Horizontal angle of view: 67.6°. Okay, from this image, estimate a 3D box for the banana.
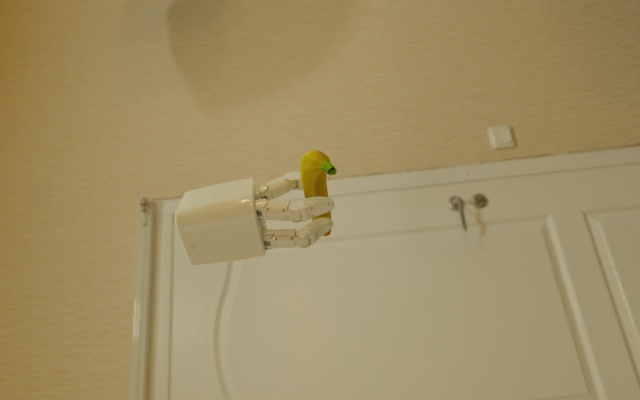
[{"bbox_3d":[-0.005,-0.015,0.672,0.037,0.069,0.198,-14,-27,-6],"label":"banana"}]
